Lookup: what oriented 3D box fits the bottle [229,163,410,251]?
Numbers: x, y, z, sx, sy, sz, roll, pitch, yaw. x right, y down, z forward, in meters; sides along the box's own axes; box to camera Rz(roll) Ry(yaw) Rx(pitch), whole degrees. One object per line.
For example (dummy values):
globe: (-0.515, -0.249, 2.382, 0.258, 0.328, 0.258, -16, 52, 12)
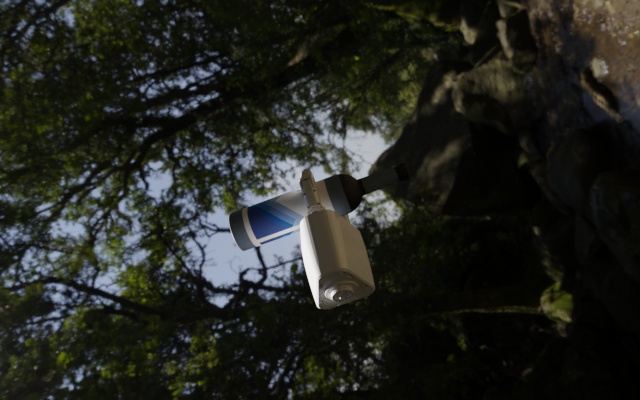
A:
bottle: (0.000, 0.003, 0.774, 0.296, 0.069, 0.069, -20, -2, 6)
